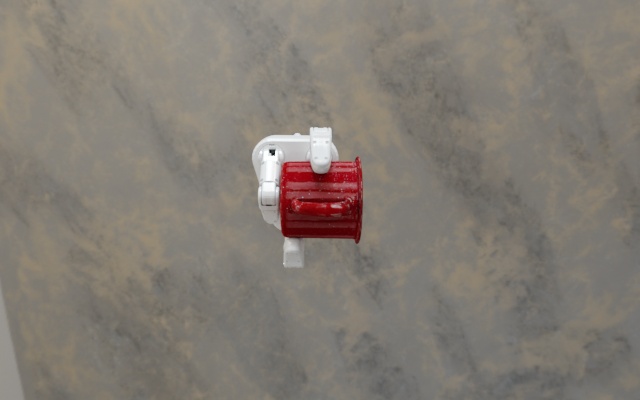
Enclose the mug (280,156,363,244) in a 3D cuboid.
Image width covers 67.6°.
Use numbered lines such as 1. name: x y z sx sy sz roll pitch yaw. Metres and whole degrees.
1. mug: 0.000 0.002 0.494 0.081 0.093 0.117 0 11 -1
